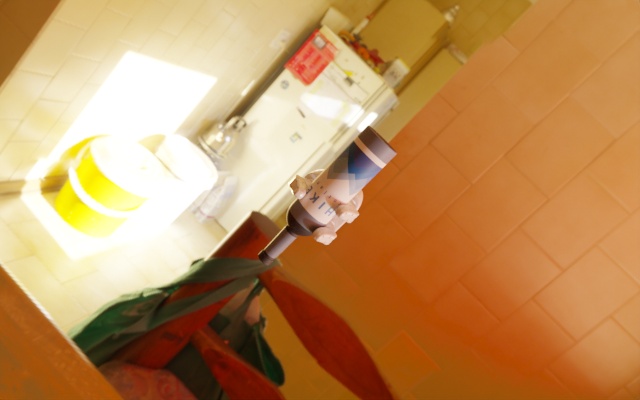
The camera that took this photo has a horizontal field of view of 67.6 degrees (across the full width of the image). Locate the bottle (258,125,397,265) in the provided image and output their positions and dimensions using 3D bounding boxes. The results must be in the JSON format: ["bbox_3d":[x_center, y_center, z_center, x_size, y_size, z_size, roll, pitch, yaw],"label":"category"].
[{"bbox_3d":[0.000,0.002,0.806,0.296,0.069,0.069,-45,-14,14],"label":"bottle"}]
